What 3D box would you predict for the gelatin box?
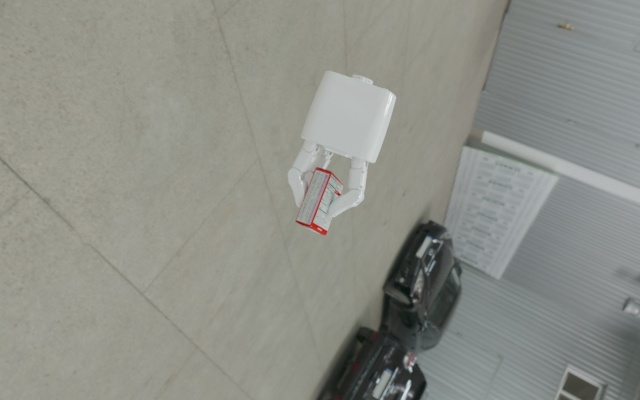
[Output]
[{"bbox_3d":[0.000,0.003,0.725,0.030,0.089,0.073,17,-8,21],"label":"gelatin box"}]
